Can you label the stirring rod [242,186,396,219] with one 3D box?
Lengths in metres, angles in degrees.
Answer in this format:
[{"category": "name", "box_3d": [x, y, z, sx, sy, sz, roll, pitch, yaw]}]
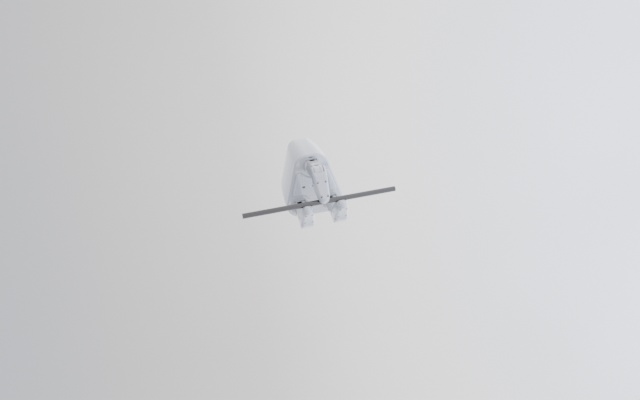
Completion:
[{"category": "stirring rod", "box_3d": [0.000, 0.002, 0.733, 0.239, 0.011, 0.011, -10, 2, -9]}]
